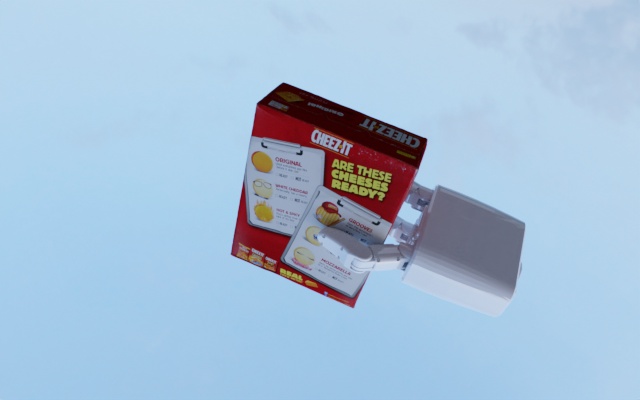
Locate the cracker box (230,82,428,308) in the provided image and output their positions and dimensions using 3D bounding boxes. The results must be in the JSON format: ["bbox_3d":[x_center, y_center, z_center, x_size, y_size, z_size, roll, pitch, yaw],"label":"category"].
[{"bbox_3d":[0.000,0.002,0.523,0.164,0.214,0.072,23,39,6],"label":"cracker box"}]
